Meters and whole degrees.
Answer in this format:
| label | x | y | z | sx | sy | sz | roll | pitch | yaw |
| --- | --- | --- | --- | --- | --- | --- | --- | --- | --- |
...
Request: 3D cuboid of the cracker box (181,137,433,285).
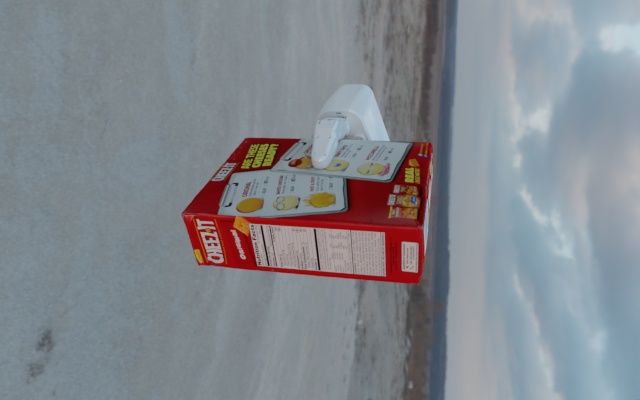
| label | x | y | z | sx | sy | sz | roll | pitch | yaw |
| --- | --- | --- | --- | --- | --- | --- | --- | --- | --- |
| cracker box | 0.000 | 0.001 | 0.478 | 0.213 | 0.072 | 0.164 | 2 | 32 | 14 |
